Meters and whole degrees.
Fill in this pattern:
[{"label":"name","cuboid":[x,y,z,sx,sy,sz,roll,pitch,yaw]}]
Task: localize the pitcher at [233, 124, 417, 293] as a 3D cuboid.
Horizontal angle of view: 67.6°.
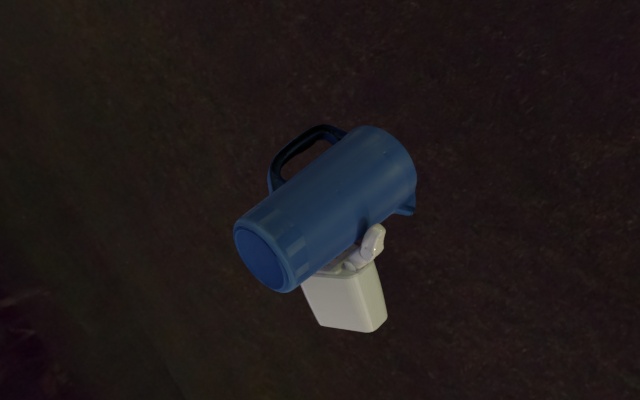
[{"label":"pitcher","cuboid":[0.000,0.002,0.635,0.149,0.145,0.242,13,39,45]}]
